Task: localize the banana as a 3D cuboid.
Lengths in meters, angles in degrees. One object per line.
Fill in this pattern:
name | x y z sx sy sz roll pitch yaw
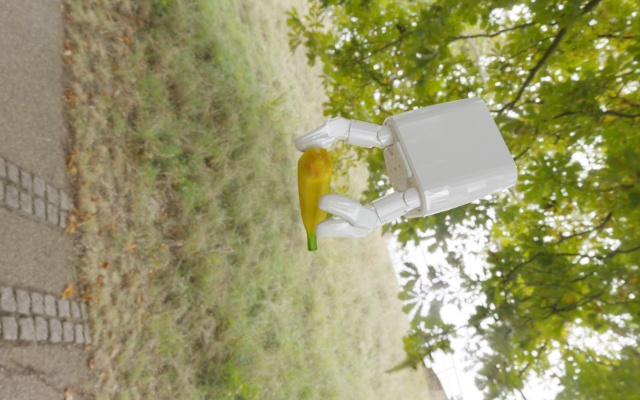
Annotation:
banana | -0.004 -0.013 0.526 0.037 0.069 0.198 -11 -28 -7
